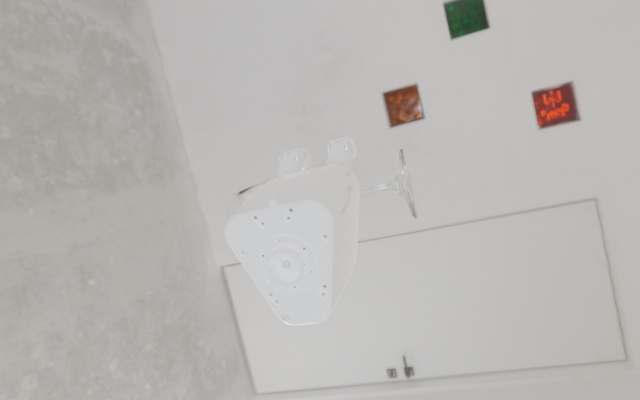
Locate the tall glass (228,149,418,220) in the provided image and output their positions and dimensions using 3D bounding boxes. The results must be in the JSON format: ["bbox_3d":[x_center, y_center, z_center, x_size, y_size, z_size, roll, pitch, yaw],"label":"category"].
[{"bbox_3d":[0.001,0.002,0.528,0.201,0.079,0.079,-12,-4,17],"label":"tall glass"}]
